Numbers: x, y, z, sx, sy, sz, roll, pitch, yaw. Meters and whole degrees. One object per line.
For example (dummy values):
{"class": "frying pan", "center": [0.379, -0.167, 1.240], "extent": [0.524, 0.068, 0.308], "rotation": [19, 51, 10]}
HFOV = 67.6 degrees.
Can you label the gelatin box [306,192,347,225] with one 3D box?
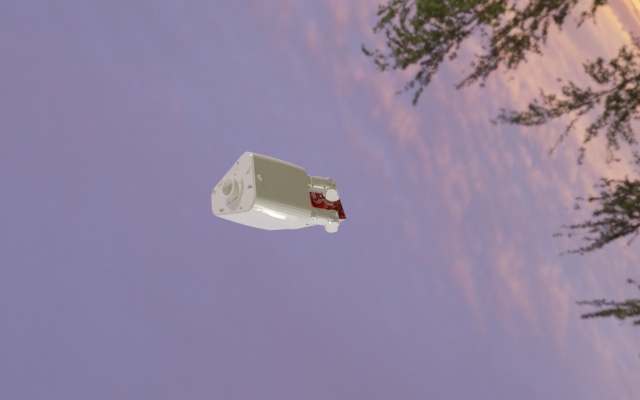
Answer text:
{"class": "gelatin box", "center": [0.000, 0.003, 0.809], "extent": [0.030, 0.073, 0.089], "rotation": [-27, -17, 33]}
